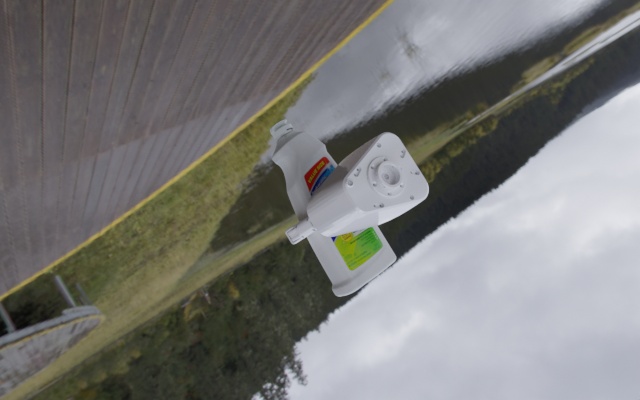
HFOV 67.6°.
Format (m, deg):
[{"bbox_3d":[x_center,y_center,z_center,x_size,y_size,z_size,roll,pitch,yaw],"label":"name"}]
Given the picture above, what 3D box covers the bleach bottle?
[{"bbox_3d":[0.000,0.002,0.673,0.102,0.251,0.068,-32,-2,-26],"label":"bleach bottle"}]
